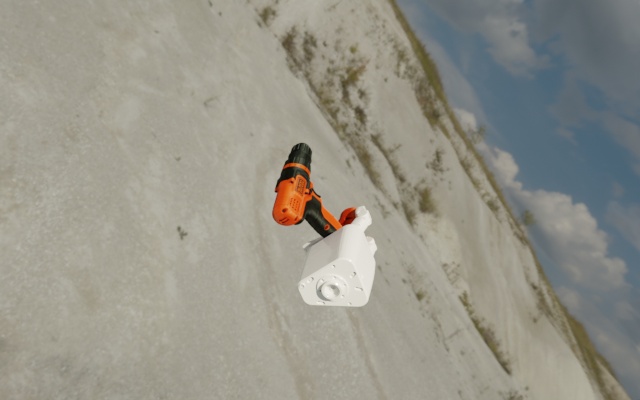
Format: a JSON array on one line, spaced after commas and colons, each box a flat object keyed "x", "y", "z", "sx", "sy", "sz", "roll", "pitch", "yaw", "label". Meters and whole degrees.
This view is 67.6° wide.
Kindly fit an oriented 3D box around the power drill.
[{"x": 0.000, "y": 0.003, "z": 0.871, "sx": 0.188, "sy": 0.184, "sz": 0.057, "roll": 37, "pitch": -45, "yaw": -26, "label": "power drill"}]
